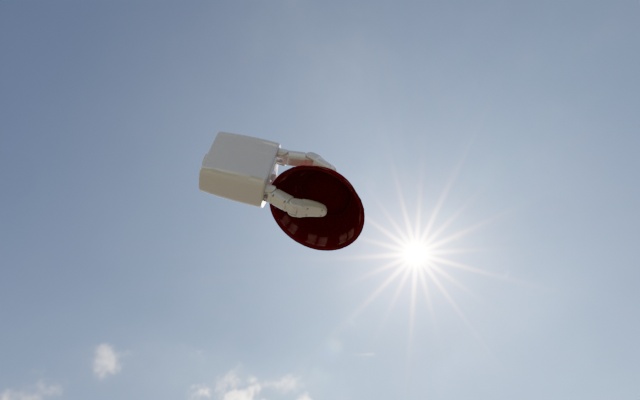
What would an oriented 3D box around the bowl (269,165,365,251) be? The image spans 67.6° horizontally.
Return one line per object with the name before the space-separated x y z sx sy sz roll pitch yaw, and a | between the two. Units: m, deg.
bowl | 0.001 0.003 0.778 0.162 0.162 0.055 0 32 22
